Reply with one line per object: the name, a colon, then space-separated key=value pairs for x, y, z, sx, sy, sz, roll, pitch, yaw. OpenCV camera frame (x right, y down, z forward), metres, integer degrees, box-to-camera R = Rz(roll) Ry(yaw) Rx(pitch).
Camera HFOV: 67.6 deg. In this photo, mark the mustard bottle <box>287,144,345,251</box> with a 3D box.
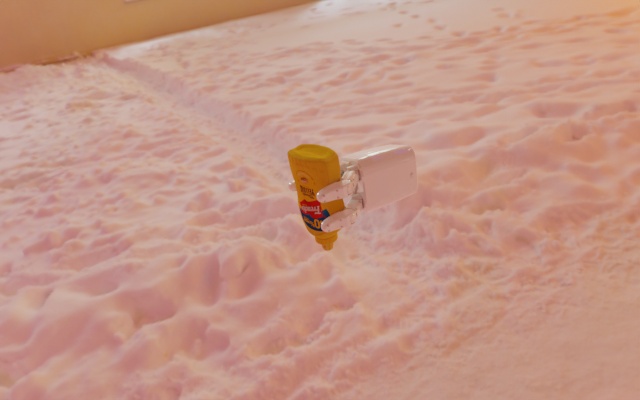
mustard bottle: x=0.000 y=0.003 z=0.816 sx=0.096 sy=0.192 sz=0.058 roll=18 pitch=39 yaw=41
